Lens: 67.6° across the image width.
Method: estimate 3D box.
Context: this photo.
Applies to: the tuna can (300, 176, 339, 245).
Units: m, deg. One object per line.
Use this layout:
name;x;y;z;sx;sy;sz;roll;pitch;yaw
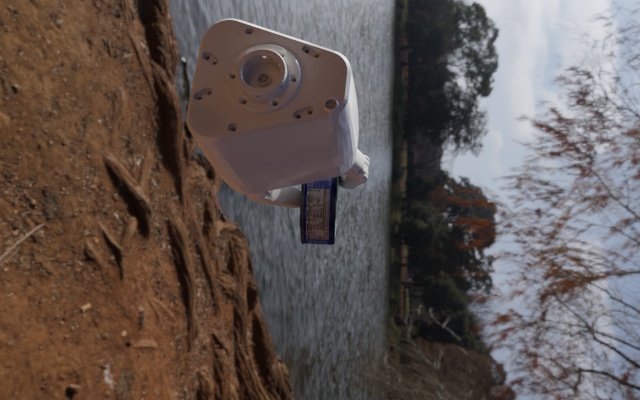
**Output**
tuna can;0.001;0.002;0.478;0.034;0.086;0.086;3;0;3
